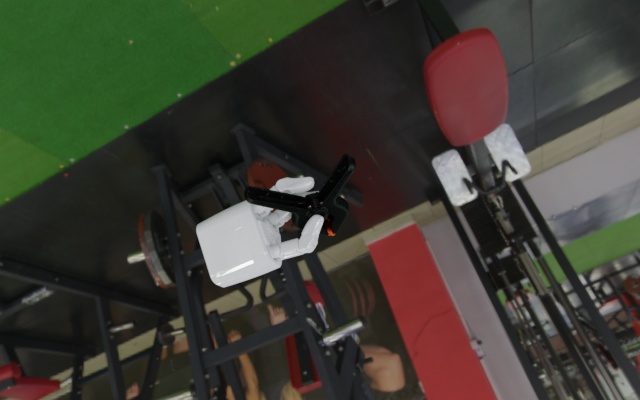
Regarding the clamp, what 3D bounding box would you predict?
[{"bbox_3d":[0.000,0.003,0.744,0.164,0.036,0.210,-20,-29,13],"label":"clamp"}]
